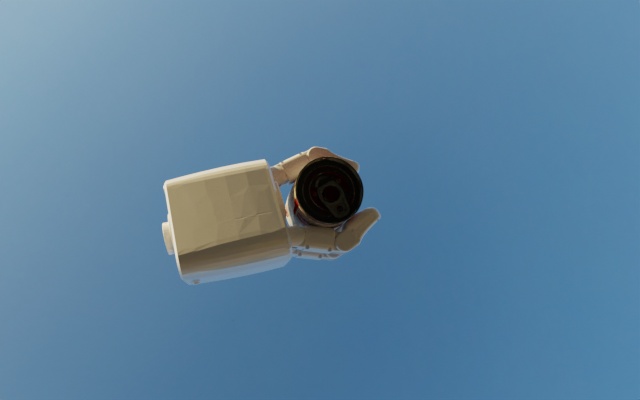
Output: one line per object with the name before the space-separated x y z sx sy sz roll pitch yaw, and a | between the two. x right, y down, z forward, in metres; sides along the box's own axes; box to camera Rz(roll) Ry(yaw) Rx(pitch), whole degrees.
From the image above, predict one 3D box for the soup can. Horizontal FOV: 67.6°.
soup can | 0.000 0.002 0.509 0.068 0.068 0.102 0 -14 -10
